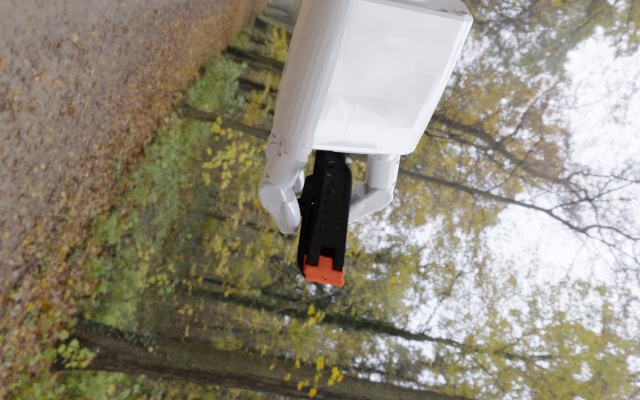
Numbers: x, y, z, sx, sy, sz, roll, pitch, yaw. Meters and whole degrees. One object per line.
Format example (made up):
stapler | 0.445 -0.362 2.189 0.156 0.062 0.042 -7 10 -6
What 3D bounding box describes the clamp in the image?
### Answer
clamp | 0.001 0.002 0.411 0.036 0.165 0.209 11 40 -7
